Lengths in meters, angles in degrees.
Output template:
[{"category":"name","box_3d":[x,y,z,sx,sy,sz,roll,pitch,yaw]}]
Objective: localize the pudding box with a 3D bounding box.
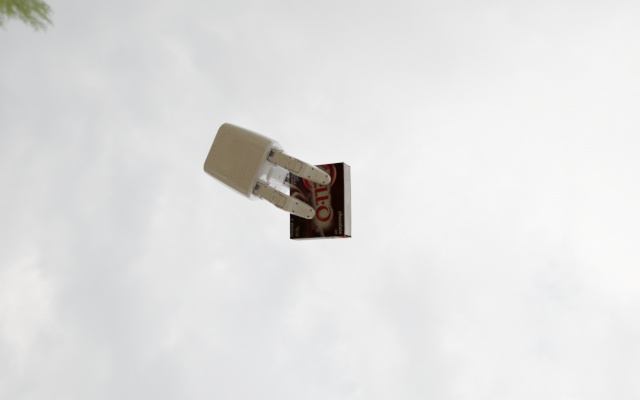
[{"category":"pudding box","box_3d":[0.000,0.002,0.717,0.090,0.113,0.039,-5,-8,25]}]
